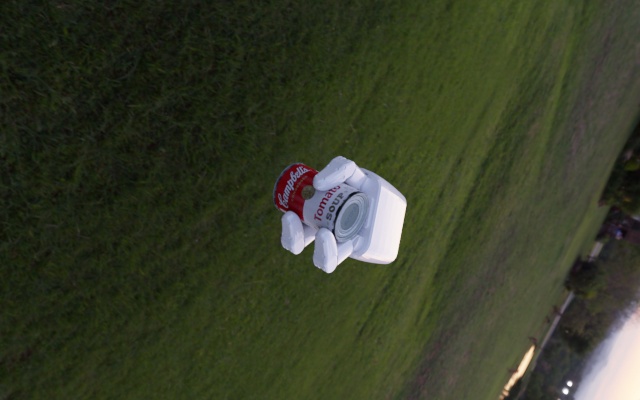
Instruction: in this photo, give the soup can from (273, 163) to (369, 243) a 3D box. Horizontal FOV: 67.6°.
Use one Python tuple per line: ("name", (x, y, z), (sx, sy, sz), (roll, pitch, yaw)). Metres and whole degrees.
("soup can", (0.000, 0.002, 0.592), (0.102, 0.068, 0.068), (27, 16, 33))
